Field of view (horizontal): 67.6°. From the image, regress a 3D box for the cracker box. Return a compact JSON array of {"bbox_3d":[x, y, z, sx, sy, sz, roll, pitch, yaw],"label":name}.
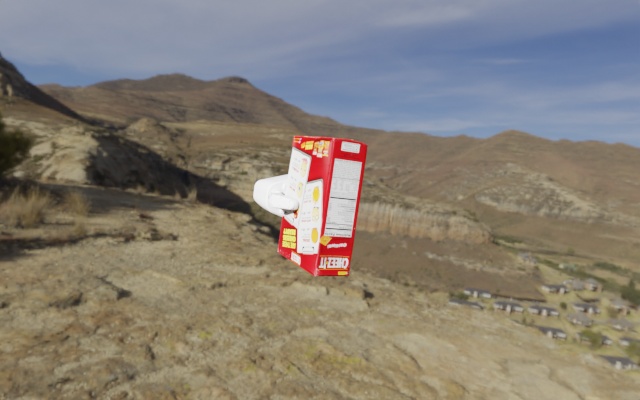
[{"bbox_3d":[0.000,0.002,0.798,0.072,0.214,0.164,5,6,-26],"label":"cracker box"}]
